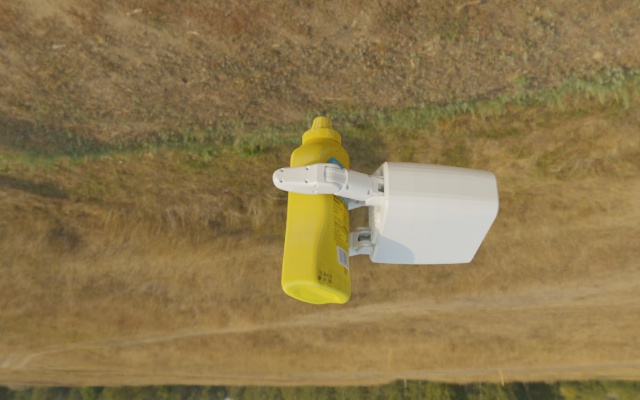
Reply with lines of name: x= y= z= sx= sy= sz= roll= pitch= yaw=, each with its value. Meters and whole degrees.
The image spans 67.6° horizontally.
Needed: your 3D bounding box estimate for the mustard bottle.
mustard bottle: x=0.000 y=0.002 z=0.481 sx=0.058 sy=0.191 sz=0.096 roll=-7 pitch=-23 yaw=21
